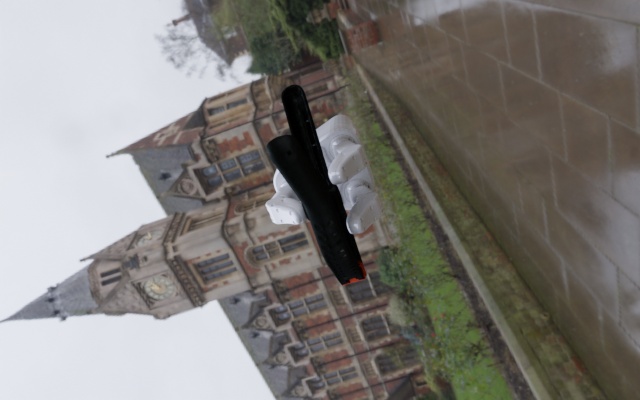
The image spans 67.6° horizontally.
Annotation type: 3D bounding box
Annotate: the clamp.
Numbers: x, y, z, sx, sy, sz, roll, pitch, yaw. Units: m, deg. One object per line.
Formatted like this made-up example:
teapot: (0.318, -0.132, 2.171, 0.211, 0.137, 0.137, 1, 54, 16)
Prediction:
clamp: (-0.001, 0.002, 0.458, 0.036, 0.210, 0.164, -17, 20, 10)
